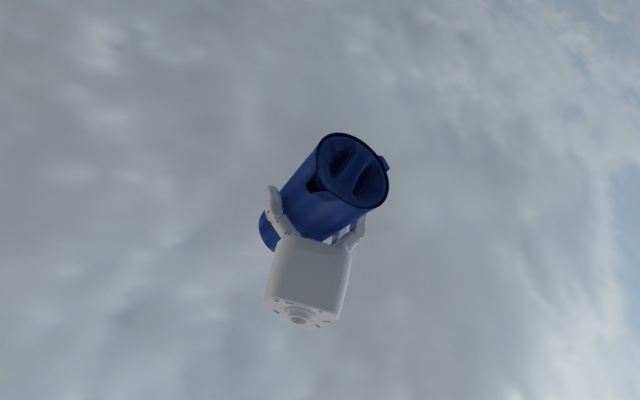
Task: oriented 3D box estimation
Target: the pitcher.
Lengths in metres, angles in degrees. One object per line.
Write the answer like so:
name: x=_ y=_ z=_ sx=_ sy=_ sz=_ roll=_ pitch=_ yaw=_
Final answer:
pitcher: x=0.000 y=0.003 z=0.804 sx=0.149 sy=0.145 sz=0.243 roll=25 pitch=-38 yaw=-20
